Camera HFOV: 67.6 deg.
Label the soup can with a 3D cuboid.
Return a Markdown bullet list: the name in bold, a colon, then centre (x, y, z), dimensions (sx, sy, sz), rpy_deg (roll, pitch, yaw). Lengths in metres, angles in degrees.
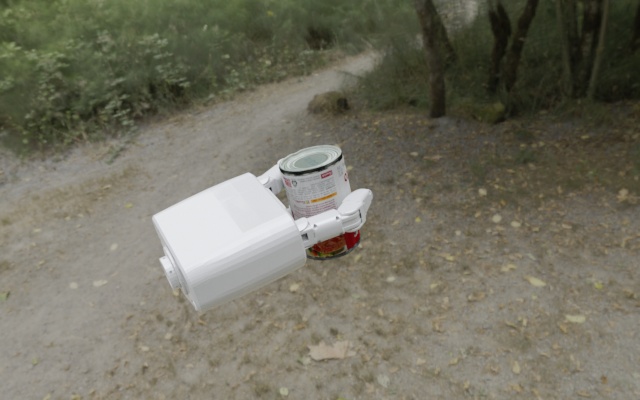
- **soup can**: centre (0.000, 0.001, 0.499), dimensions (0.068, 0.102, 0.068), rpy_deg (-11, 25, 5)
